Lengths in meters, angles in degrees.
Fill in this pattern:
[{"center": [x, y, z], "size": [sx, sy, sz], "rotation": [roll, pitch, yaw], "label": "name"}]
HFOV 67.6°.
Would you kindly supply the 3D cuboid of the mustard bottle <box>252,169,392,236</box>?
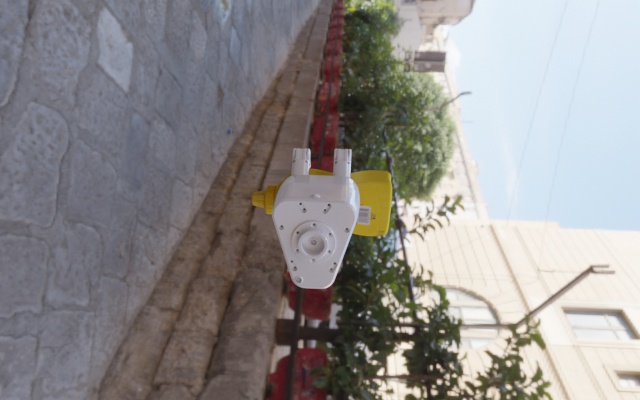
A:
[{"center": [0.000, 0.002, 0.666], "size": [0.191, 0.096, 0.058], "rotation": [2, 40, 3], "label": "mustard bottle"}]
